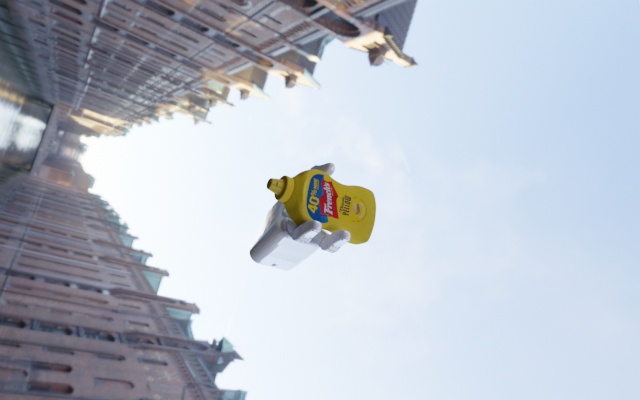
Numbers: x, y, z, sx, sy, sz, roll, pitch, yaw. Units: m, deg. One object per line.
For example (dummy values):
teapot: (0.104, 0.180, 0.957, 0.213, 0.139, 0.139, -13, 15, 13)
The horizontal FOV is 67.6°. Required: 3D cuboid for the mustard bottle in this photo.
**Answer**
mustard bottle: (0.001, 0.002, 0.768, 0.192, 0.096, 0.058, 20, -20, -29)
